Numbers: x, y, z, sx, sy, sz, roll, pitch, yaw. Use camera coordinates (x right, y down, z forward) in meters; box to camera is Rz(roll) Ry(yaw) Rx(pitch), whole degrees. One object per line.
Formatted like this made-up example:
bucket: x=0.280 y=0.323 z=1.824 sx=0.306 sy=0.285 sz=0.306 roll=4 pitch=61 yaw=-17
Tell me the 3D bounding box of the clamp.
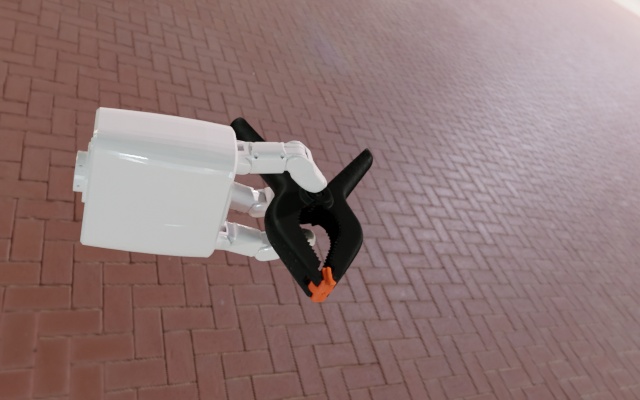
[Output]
clamp: x=0.000 y=0.001 z=0.467 sx=0.164 sy=0.209 sz=0.036 roll=5 pitch=-44 yaw=-24
